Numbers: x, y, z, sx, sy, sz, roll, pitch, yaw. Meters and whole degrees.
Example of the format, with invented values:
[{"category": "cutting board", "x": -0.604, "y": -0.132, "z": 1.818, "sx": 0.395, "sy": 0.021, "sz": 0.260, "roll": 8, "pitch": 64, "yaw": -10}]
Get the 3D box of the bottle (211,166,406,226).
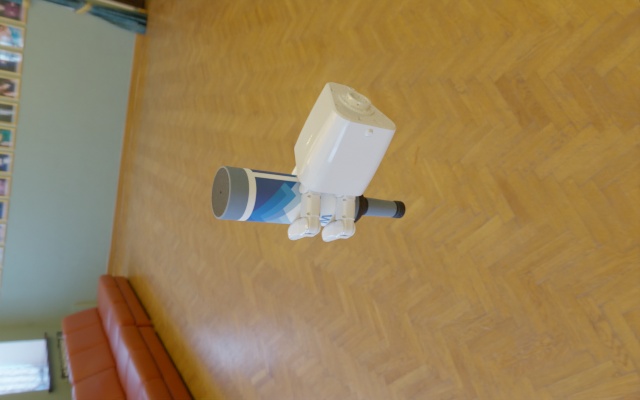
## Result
[{"category": "bottle", "x": 0.000, "y": 0.002, "z": 0.668, "sx": 0.296, "sy": 0.069, "sz": 0.069, "roll": 6, "pitch": -3, "yaw": -32}]
